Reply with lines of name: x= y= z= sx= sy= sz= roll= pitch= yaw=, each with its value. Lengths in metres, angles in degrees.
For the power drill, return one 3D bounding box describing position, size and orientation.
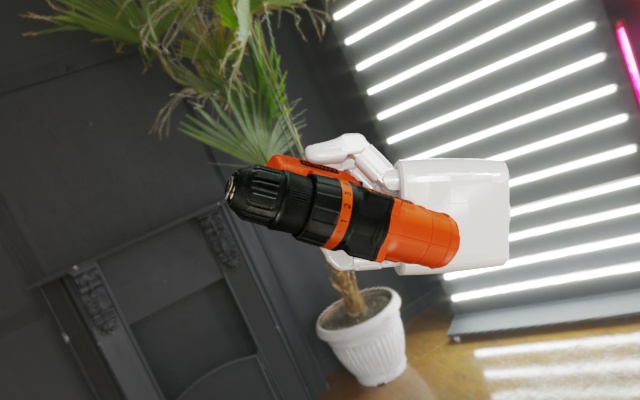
power drill: x=0.000 y=0.001 z=0.415 sx=0.184 sy=0.057 sz=0.187 roll=17 pitch=7 yaw=-20
